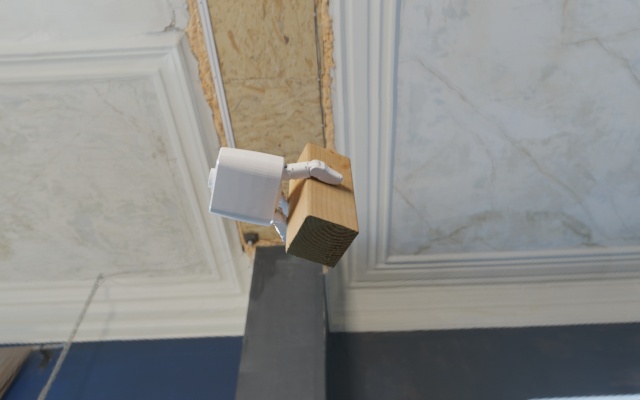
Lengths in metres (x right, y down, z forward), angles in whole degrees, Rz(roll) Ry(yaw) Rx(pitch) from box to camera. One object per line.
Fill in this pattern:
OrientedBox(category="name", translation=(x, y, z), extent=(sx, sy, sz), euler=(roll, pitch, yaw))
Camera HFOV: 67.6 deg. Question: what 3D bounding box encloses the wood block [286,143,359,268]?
OrientedBox(category="wood block", translation=(0.000, 0.002, 0.824), extent=(0.090, 0.091, 0.206), euler=(20, 36, -16))
